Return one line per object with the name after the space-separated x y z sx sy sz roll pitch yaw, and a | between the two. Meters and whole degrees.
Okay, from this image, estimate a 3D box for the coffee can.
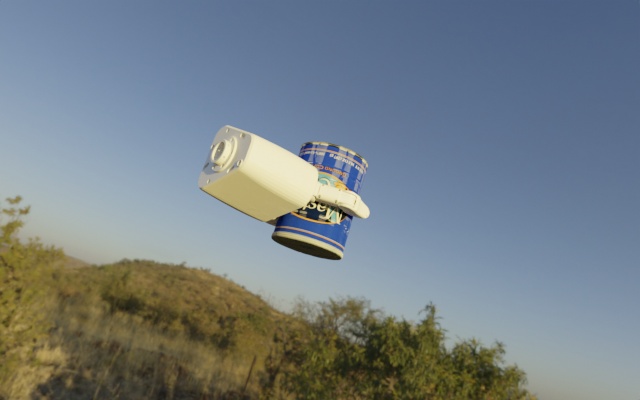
0.000 0.002 0.676 0.103 0.140 0.103 16 -15 4 | coffee can
